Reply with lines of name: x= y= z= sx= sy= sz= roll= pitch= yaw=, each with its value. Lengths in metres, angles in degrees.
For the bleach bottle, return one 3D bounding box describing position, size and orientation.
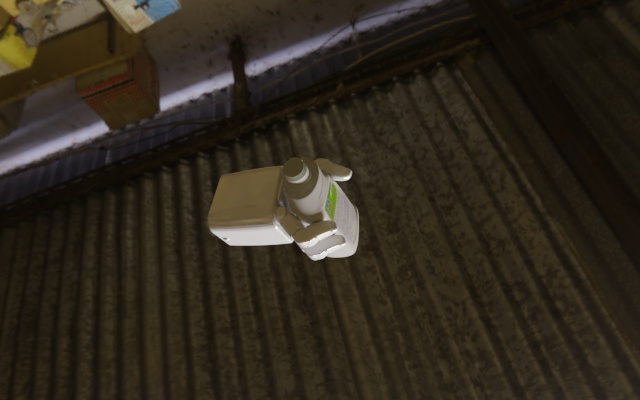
bleach bottle: x=0.000 y=0.002 z=0.712 sx=0.068 sy=0.102 sz=0.251 roll=-6 pitch=-26 yaw=15
